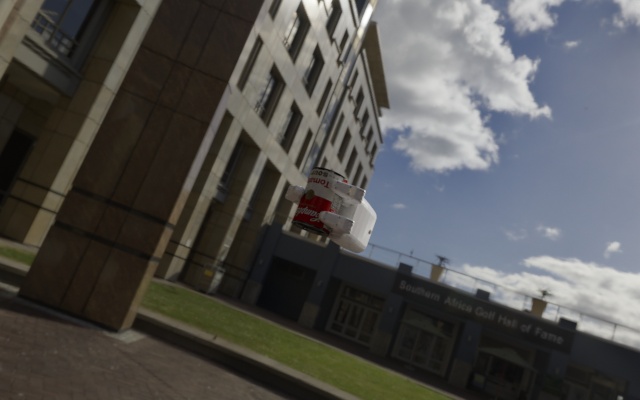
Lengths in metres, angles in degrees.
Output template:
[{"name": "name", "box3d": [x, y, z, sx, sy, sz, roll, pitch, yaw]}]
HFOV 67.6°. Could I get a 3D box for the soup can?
[{"name": "soup can", "box3d": [0.000, 0.002, 0.815, 0.068, 0.102, 0.068, 20, -12, 4]}]
